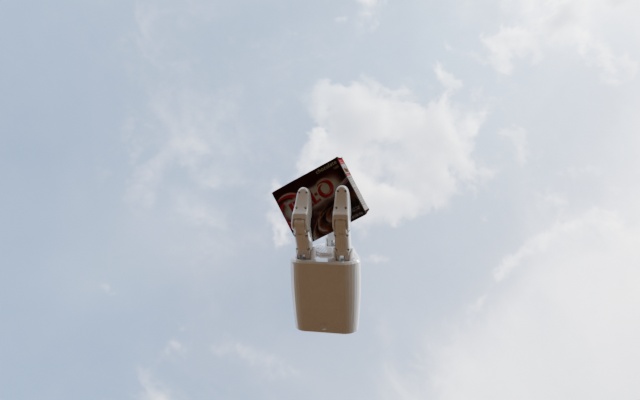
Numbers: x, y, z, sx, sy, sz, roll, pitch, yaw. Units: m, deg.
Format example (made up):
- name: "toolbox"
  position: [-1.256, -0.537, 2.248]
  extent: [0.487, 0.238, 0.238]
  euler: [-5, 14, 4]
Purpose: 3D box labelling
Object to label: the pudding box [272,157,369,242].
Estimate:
- name: "pudding box"
  position: [0.000, 0.002, 0.679]
  extent: [0.113, 0.090, 0.039]
  euler: [-28, -1, 15]
